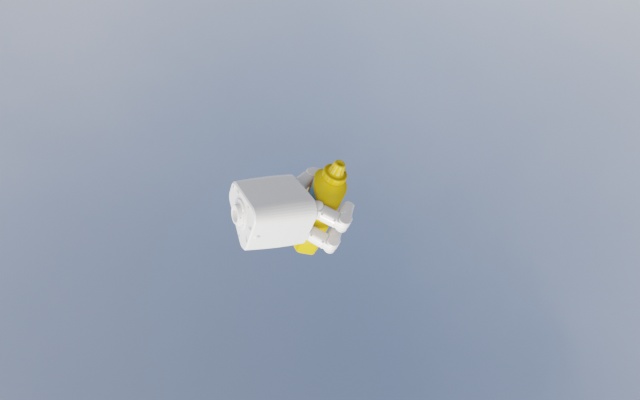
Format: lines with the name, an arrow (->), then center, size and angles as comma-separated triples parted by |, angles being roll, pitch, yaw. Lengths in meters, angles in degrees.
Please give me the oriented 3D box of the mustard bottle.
mustard bottle -> 0.000, 0.003, 0.825 | 0.058, 0.096, 0.192 | 13, -45, -13
